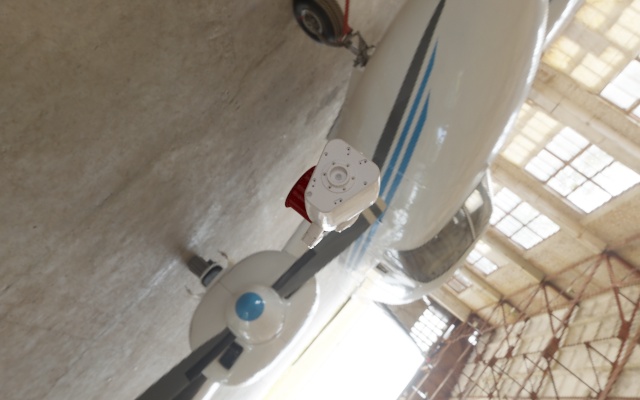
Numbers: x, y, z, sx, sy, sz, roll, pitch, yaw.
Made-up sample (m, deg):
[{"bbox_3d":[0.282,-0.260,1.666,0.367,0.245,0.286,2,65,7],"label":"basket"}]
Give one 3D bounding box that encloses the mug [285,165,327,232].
[{"bbox_3d":[0.000,0.003,0.831,0.081,0.093,0.117,39,-8,13],"label":"mug"}]
